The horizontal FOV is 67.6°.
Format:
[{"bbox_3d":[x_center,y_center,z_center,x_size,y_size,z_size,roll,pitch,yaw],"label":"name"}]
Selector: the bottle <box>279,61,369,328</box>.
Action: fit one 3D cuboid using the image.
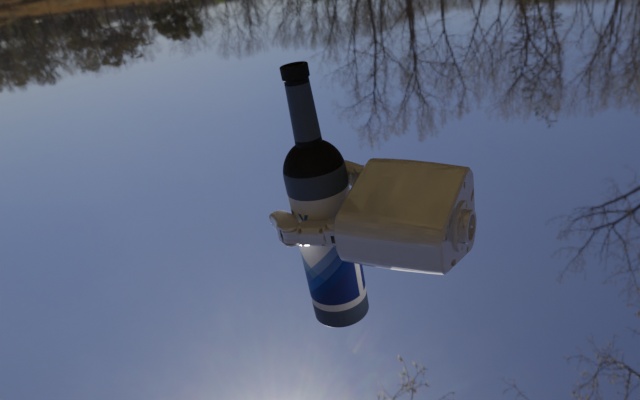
[{"bbox_3d":[0.000,0.002,0.515,0.069,0.296,0.069,-9,26,4],"label":"bottle"}]
